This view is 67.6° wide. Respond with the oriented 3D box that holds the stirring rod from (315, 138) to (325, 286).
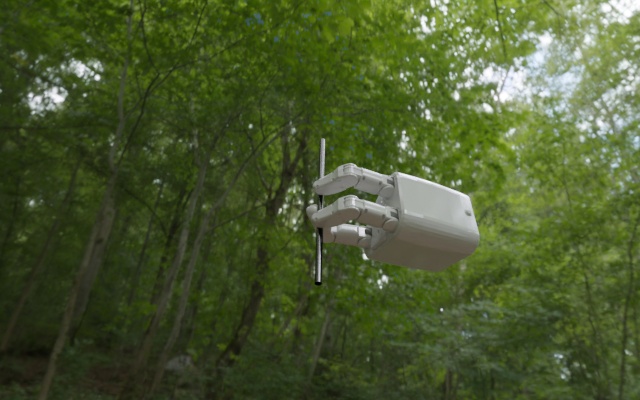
[{"bbox_3d":[0.000,0.002,0.591,0.011,0.239,0.011,1,-44,1],"label":"stirring rod"}]
